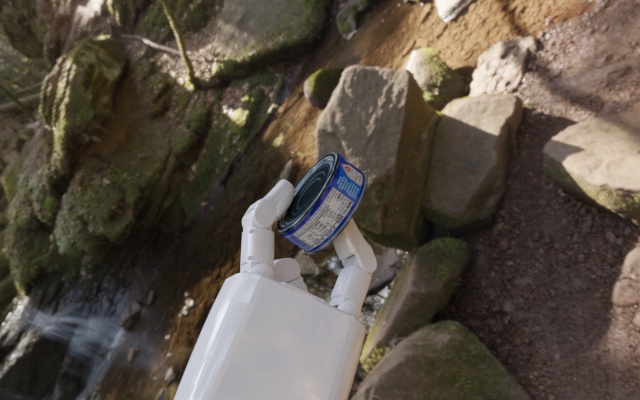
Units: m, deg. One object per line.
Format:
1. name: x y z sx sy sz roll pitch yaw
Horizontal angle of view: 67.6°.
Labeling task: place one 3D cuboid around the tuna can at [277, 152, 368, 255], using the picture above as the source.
1. tuna can: 0.000 0.001 0.409 0.034 0.086 0.086 36 -12 -16
